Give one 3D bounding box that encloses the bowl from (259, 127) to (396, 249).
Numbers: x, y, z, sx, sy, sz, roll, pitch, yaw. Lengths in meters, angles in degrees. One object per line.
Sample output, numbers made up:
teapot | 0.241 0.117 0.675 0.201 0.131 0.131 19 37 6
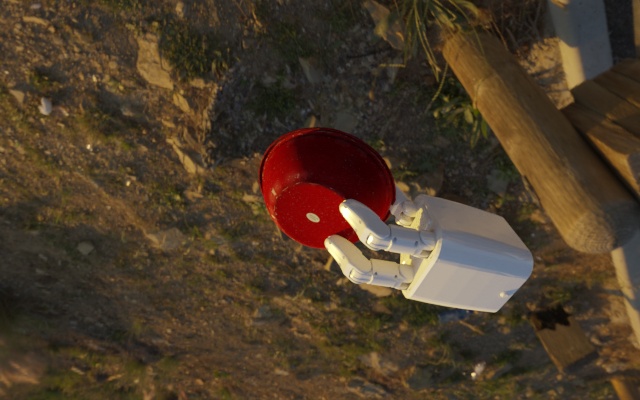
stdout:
bowl | -0.001 0.002 0.532 0.162 0.162 0.055 0 37 17
